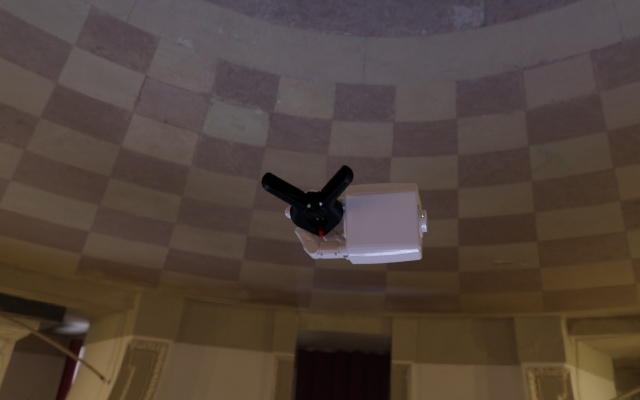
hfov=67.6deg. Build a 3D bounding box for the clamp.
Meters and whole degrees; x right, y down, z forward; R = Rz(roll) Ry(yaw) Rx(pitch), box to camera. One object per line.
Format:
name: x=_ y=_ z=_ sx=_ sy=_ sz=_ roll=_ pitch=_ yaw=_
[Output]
clamp: x=0.000 y=0.003 z=0.680 sx=0.120 sy=0.039 sz=0.171 roll=-4 pitch=-27 yaw=16
